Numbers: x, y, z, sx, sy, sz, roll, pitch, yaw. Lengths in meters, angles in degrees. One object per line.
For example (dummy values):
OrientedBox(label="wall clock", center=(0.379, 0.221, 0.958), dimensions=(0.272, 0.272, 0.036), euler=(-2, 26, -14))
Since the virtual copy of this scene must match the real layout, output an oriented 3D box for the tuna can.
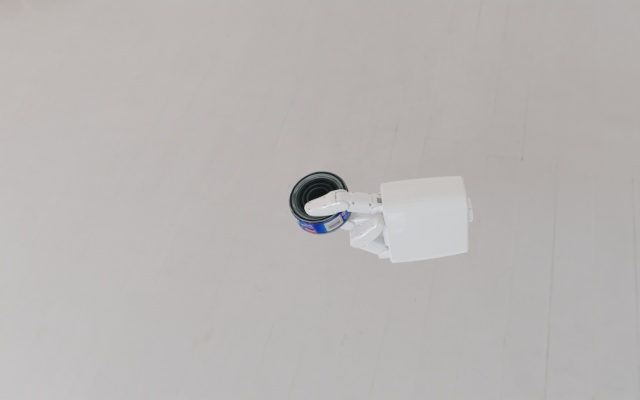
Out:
OrientedBox(label="tuna can", center=(0.000, 0.002, 0.664), dimensions=(0.086, 0.086, 0.034), euler=(0, -31, 17))
